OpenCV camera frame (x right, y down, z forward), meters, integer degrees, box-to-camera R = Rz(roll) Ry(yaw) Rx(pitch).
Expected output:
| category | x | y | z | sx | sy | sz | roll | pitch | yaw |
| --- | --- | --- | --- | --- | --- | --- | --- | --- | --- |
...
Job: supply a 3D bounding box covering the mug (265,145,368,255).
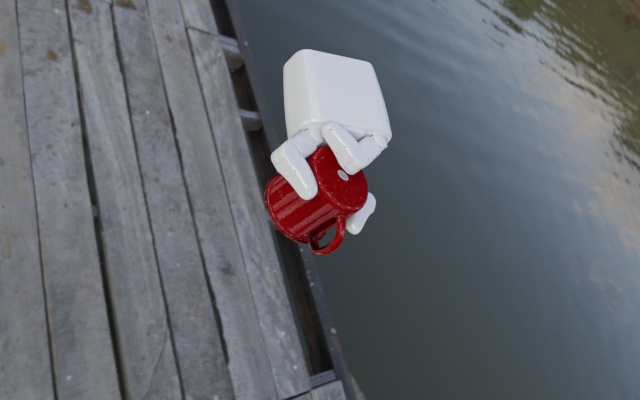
| category | x | y | z | sx | sy | sz | roll | pitch | yaw |
| --- | --- | --- | --- | --- | --- | --- | --- | --- | --- |
| mug | 0.000 | 0.003 | 0.527 | 0.093 | 0.117 | 0.081 | 14 | -34 | -38 |
